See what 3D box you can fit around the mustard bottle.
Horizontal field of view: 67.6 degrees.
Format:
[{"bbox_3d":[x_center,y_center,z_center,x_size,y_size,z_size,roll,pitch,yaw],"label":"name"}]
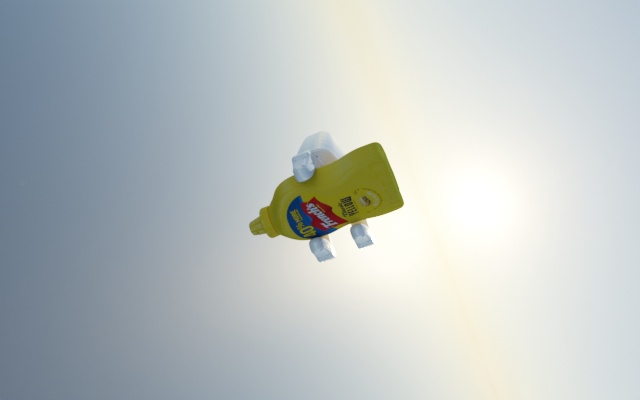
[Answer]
[{"bbox_3d":[0.000,0.002,0.590,0.191,0.058,0.096,-21,-45,11],"label":"mustard bottle"}]
